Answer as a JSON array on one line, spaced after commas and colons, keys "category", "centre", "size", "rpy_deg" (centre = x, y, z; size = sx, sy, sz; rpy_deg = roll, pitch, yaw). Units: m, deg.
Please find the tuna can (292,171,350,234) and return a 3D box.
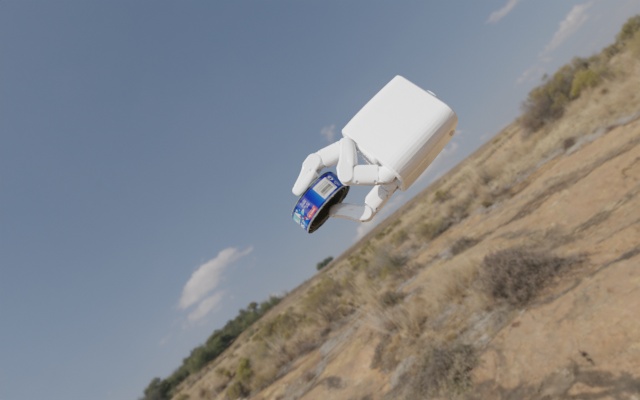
[{"category": "tuna can", "centre": [0.000, 0.002, 0.654], "size": [0.033, 0.086, 0.086], "rpy_deg": [40, 10, 12]}]
